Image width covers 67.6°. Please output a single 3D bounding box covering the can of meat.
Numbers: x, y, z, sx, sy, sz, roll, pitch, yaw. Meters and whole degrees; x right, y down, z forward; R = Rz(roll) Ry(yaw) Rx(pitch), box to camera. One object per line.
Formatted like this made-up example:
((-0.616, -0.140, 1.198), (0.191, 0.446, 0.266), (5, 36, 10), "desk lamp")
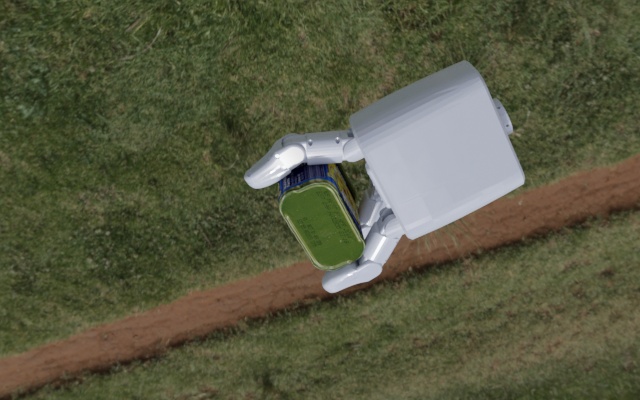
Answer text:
((0.000, 0.002, 0.439), (0.057, 0.102, 0.084), (-24, 34, 10), "can of meat")
